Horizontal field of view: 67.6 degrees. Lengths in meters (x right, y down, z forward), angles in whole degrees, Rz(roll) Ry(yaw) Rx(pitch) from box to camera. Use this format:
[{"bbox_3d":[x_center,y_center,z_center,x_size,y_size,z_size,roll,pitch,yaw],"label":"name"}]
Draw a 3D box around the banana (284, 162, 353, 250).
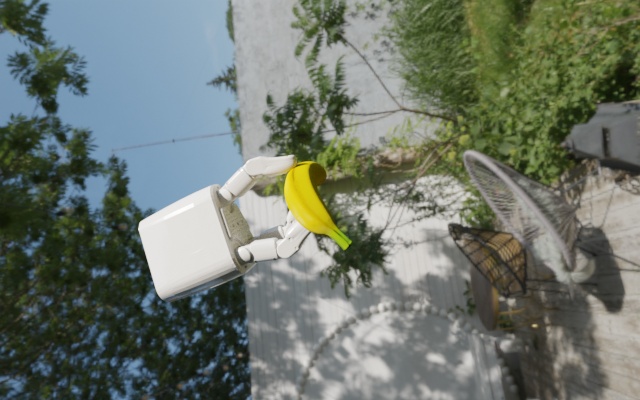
[{"bbox_3d":[-0.012,-0.009,0.550,0.037,0.070,0.197,-40,24,13],"label":"banana"}]
